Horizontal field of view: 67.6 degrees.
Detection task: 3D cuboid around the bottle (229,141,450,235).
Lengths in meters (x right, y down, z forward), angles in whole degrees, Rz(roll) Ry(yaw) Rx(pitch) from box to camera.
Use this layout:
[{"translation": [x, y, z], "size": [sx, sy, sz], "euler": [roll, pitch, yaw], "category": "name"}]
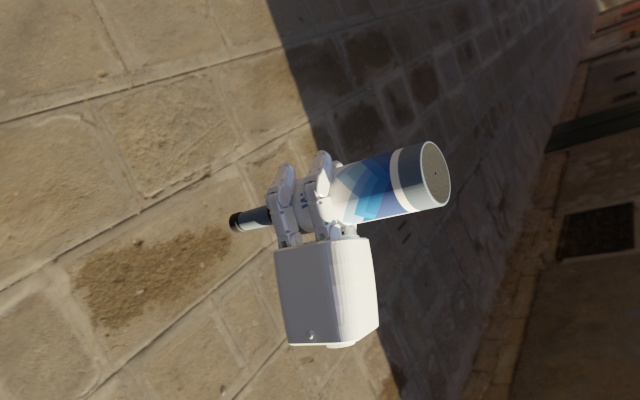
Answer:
[{"translation": [0.000, 0.002, 0.560], "size": [0.296, 0.069, 0.069], "euler": [-14, -9, 37], "category": "bottle"}]
